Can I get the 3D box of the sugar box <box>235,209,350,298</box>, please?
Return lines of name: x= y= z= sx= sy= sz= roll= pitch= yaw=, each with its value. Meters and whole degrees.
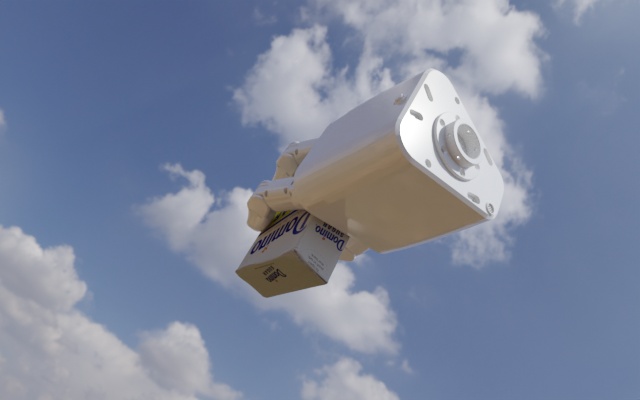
sugar box: x=0.000 y=0.001 z=0.437 sx=0.093 sy=0.048 sz=0.176 roll=-24 pitch=26 yaw=48
